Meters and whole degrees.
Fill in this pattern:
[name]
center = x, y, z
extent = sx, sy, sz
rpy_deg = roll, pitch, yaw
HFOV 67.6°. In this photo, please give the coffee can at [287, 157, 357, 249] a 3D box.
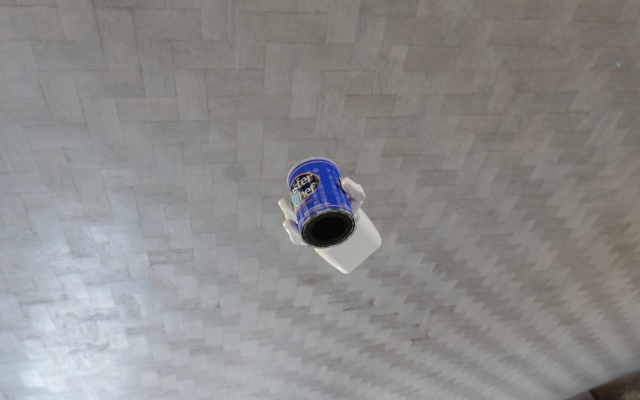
[coffee can]
center = 0.000, 0.003, 0.879
extent = 0.103, 0.140, 0.103
rpy_deg = -9, -44, -8
